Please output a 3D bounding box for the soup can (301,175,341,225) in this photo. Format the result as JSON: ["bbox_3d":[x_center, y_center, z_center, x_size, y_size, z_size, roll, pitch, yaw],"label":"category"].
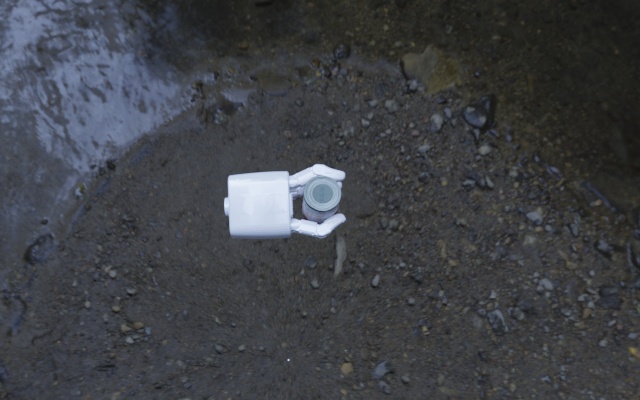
[{"bbox_3d":[0.001,0.003,0.860,0.068,0.068,0.102,0,-18,-4],"label":"soup can"}]
